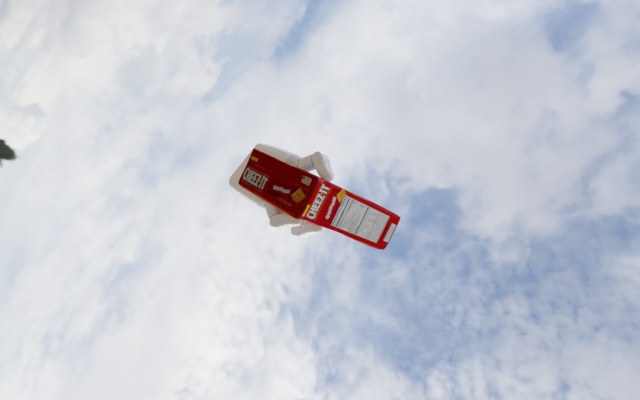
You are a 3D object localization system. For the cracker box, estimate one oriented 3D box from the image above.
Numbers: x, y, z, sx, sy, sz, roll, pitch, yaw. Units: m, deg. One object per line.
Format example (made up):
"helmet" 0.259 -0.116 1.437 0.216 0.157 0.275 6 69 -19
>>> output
"cracker box" 0.000 0.002 0.766 0.214 0.072 0.164 23 2 -45
